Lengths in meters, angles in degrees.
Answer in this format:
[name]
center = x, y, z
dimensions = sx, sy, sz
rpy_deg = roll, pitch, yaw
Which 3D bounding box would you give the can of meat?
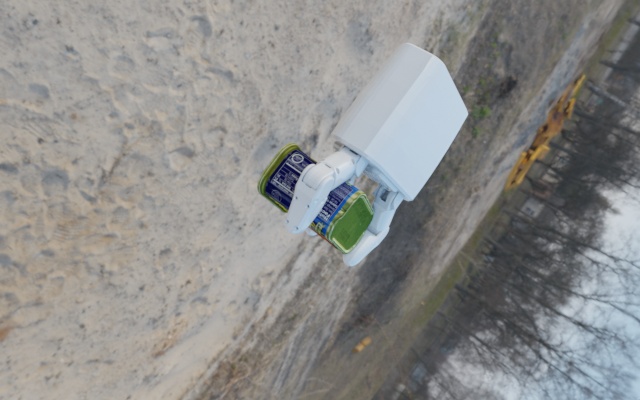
[can of meat]
center = 0.000, 0.002, 0.454
dimensions = 0.084, 0.057, 0.102
rpy_deg = 35, -5, 21
